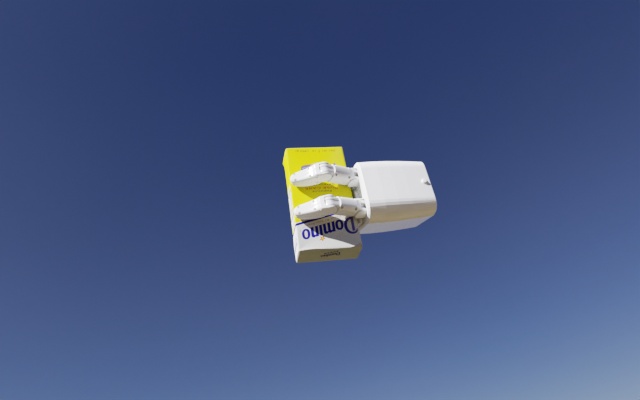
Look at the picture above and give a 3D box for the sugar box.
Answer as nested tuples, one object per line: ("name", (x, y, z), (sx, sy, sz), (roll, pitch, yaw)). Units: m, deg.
("sugar box", (0.000, 0.002, 0.710), (0.093, 0.176, 0.048), (-4, -33, -11))
